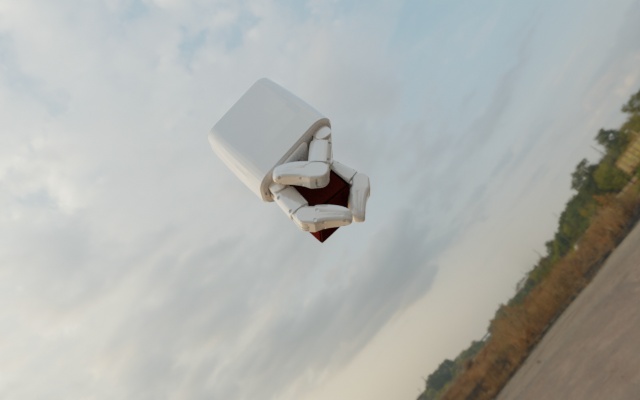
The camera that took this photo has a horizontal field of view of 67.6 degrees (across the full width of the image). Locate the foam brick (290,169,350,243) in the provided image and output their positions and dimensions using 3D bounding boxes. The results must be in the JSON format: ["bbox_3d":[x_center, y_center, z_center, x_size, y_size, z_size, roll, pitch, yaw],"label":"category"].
[{"bbox_3d":[0.000,0.002,0.567,0.051,0.053,0.078,40,-22,25],"label":"foam brick"}]
